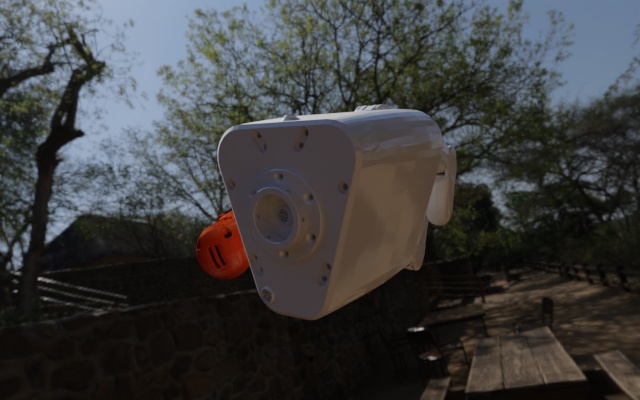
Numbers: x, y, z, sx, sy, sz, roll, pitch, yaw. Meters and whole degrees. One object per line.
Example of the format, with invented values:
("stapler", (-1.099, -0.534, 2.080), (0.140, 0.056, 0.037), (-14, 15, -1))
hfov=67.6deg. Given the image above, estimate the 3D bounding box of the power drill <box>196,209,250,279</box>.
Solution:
("power drill", (0.000, 0.001, 0.435), (0.188, 0.057, 0.184), (-22, 9, 17))
